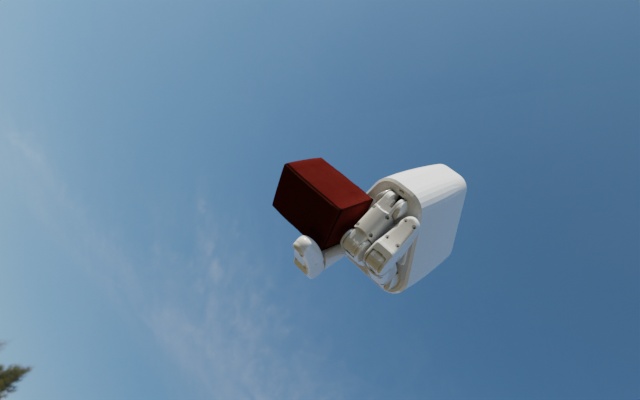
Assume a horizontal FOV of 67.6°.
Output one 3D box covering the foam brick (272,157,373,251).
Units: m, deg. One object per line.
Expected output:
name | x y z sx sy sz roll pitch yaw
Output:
foam brick | 0.000 0.001 0.471 0.078 0.053 0.051 41 37 26
